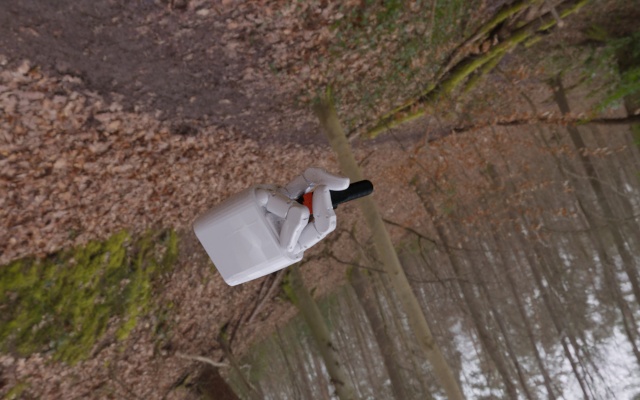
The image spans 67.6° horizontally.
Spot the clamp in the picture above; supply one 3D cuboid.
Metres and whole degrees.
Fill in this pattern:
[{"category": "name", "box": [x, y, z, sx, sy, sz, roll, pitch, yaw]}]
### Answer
[{"category": "clamp", "box": [0.000, 0.003, 0.695, 0.120, 0.039, 0.171, -27, -8, 24]}]
